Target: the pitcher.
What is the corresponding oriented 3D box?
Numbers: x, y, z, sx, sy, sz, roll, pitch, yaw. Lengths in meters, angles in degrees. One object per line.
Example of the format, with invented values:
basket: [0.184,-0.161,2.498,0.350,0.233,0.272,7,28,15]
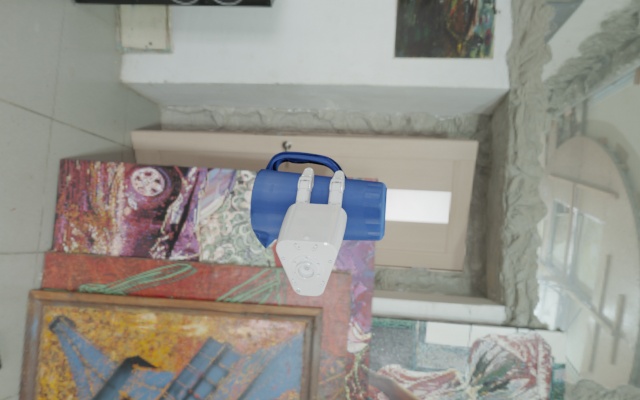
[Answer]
pitcher: [0.000,0.003,0.889,0.243,0.149,0.145,3,28,8]
